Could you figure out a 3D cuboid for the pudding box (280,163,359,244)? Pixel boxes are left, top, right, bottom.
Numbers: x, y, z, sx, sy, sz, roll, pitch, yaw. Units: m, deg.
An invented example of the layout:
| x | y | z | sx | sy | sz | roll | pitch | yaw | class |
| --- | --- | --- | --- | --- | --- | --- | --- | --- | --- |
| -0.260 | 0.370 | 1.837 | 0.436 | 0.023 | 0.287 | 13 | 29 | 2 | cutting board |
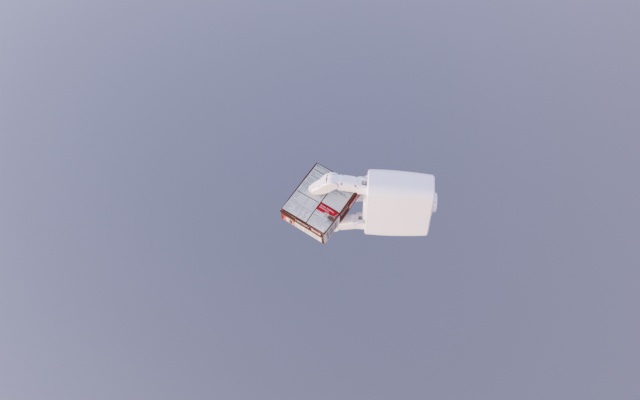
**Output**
| x | y | z | sx | sy | sz | roll | pitch | yaw | class |
| --- | --- | --- | --- | --- | --- | --- | --- | --- | --- |
| 0.000 | 0.003 | 0.803 | 0.090 | 0.113 | 0.039 | 30 | -25 | 17 | pudding box |
